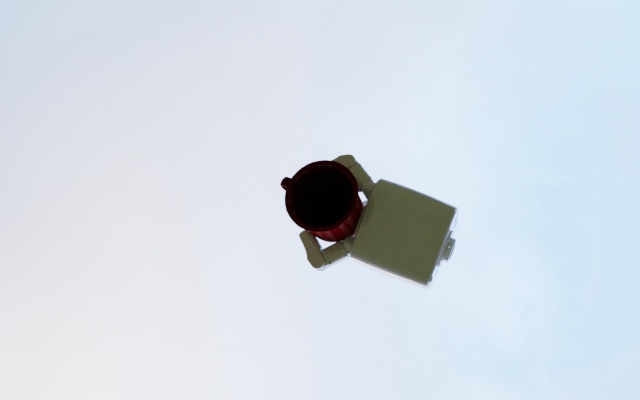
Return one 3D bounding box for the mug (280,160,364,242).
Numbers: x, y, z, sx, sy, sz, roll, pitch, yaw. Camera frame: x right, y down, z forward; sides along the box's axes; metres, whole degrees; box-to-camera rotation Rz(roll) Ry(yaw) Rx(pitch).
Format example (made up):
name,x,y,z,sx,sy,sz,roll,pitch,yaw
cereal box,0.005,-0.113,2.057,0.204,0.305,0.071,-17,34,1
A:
name,x,y,z,sx,sy,sz,roll,pitch,yaw
mug,-0.001,0.002,0.619,0.117,0.093,0.081,22,-12,21
